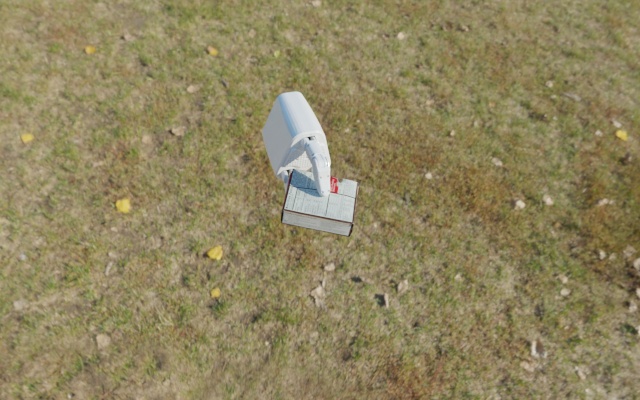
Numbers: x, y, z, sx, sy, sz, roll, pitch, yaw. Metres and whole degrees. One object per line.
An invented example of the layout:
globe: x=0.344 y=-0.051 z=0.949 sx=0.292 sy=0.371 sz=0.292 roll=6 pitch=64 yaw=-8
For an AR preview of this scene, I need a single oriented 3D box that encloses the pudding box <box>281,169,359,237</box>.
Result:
pudding box: x=0.000 y=0.002 z=0.751 sx=0.113 sy=0.090 sz=0.039 roll=11 pitch=-39 yaw=0
